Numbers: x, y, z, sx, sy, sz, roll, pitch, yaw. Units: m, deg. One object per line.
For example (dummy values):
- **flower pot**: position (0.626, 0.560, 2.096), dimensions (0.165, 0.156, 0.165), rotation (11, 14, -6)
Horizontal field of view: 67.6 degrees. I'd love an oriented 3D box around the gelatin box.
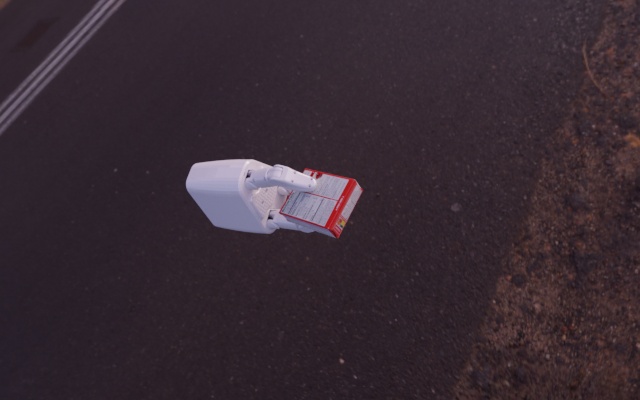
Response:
- **gelatin box**: position (0.000, 0.002, 0.618), dimensions (0.089, 0.073, 0.030), rotation (15, -21, 39)
